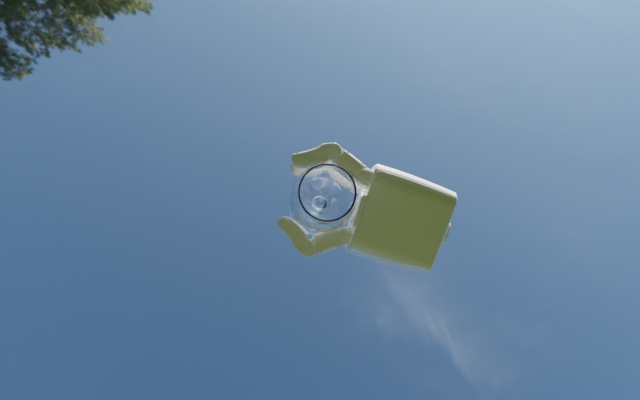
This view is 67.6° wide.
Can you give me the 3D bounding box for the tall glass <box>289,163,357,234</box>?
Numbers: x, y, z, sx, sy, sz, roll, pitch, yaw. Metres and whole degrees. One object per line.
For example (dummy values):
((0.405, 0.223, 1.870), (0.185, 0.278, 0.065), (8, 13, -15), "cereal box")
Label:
((0.000, 0.002, 0.597), (0.079, 0.079, 0.201), (0, -6, -4), "tall glass")
